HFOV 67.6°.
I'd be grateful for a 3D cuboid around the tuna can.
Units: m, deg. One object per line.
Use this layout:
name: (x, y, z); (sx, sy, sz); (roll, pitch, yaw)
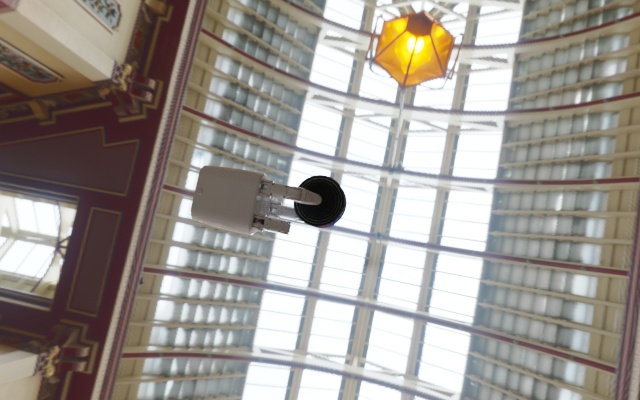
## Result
tuna can: (0.000, 0.003, 0.791); (0.086, 0.086, 0.034); (0, -10, 13)
